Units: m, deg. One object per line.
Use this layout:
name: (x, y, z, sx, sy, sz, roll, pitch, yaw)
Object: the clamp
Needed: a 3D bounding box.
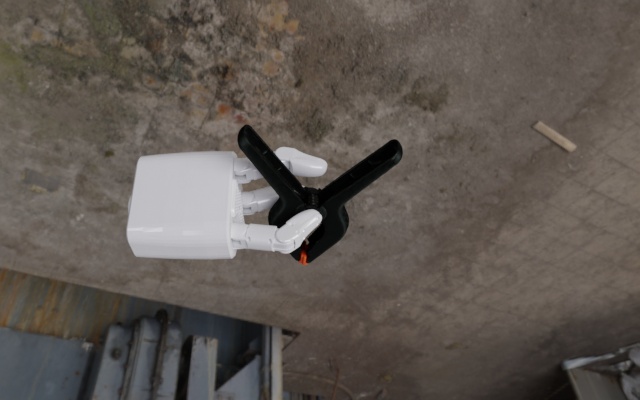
clamp: (0.000, 0.003, 0.537, 0.164, 0.036, 0.210, 1, -42, 1)
